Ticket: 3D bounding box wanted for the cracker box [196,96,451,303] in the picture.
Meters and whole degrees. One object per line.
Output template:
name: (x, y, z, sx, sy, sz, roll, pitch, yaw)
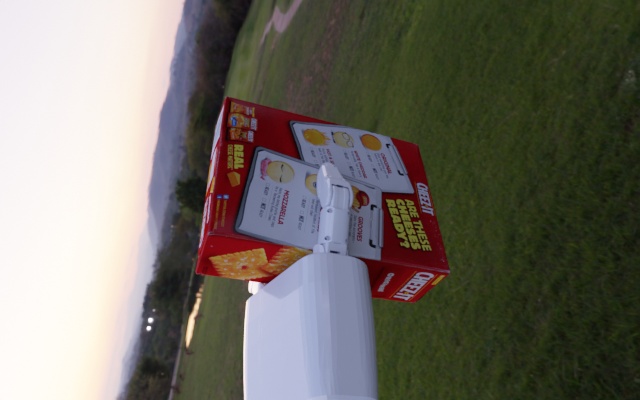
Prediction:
cracker box: (0.000, 0.001, 0.459, 0.214, 0.164, 0.072, 11, -41, -18)
